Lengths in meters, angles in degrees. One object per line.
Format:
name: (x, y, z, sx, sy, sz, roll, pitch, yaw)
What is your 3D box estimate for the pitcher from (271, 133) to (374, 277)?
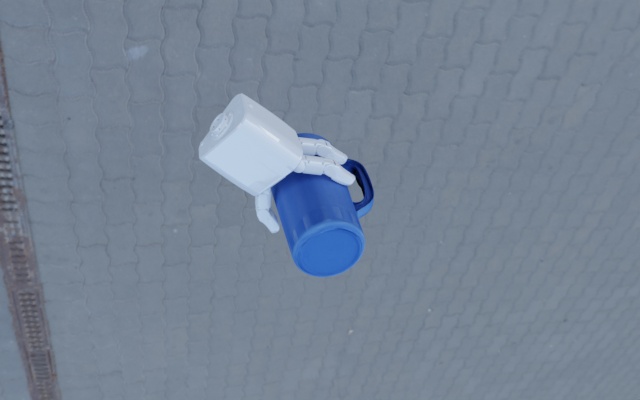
pitcher: (0.000, 0.002, 0.770, 0.145, 0.149, 0.242, 37, 20, -34)
